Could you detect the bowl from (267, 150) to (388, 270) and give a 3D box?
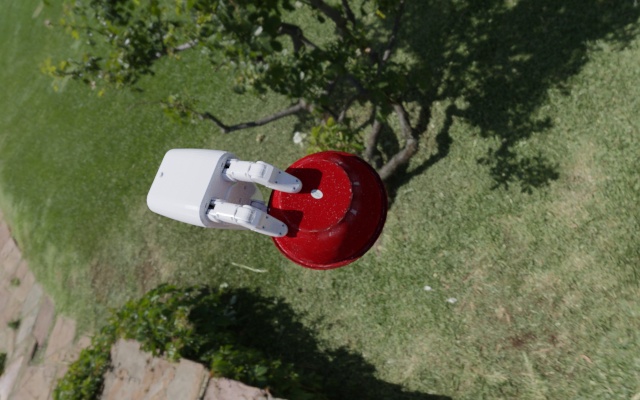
[{"bbox_3d":[0.001,0.002,0.593,0.162,0.162,0.055,0,-18,15],"label":"bowl"}]
